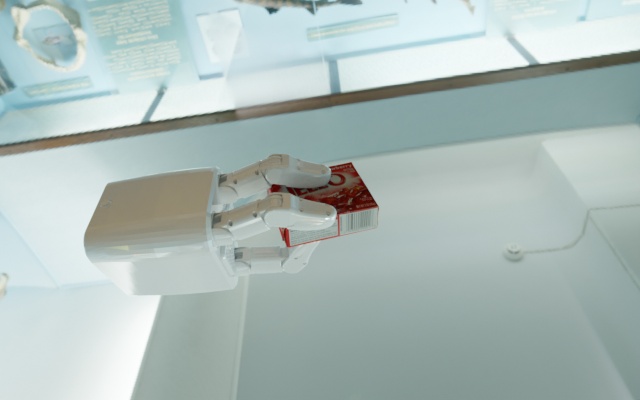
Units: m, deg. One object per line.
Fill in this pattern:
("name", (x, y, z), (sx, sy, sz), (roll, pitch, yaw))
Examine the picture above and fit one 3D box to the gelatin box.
("gelatin box", (0.000, 0.002, 0.445), (0.089, 0.030, 0.073), (-11, 40, -12))
